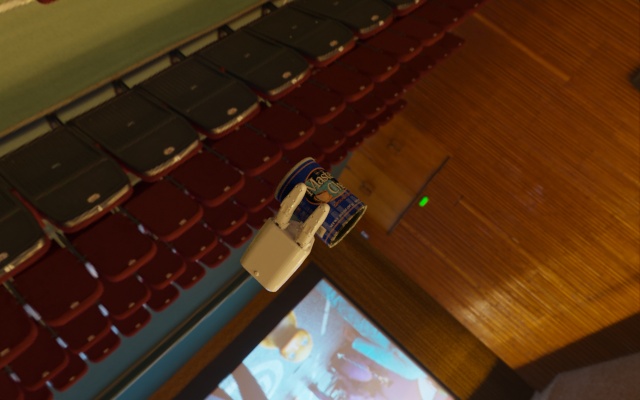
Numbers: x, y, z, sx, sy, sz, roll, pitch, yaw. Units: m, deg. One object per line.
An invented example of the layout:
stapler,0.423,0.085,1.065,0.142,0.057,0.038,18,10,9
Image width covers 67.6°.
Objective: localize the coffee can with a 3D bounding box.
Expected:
coffee can,0.000,0.003,0.882,0.140,0.103,0.103,41,11,12
